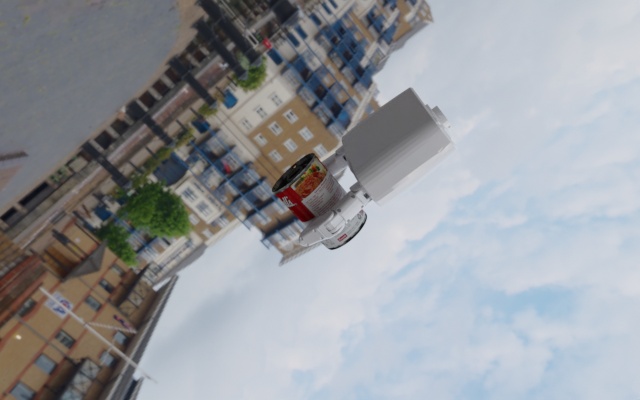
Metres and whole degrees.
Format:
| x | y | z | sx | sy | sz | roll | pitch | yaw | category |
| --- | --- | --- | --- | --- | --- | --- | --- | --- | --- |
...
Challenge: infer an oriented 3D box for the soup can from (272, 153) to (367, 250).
| x | y | z | sx | sy | sz | roll | pitch | yaw | category |
| --- | --- | --- | --- | --- | --- | --- | --- | --- | --- |
| 0.000 | 0.002 | 0.579 | 0.068 | 0.102 | 0.068 | -39 | 17 | 14 | soup can |
